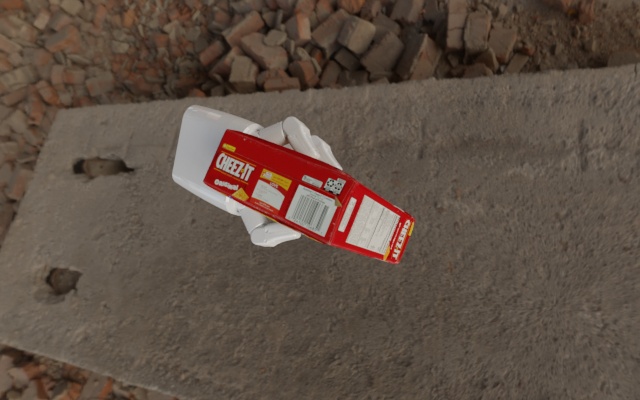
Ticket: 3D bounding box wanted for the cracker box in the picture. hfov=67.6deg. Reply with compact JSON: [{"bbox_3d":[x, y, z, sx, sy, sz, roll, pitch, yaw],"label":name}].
[{"bbox_3d":[0.000,0.002,0.546,0.164,0.072,0.214,23,0,28],"label":"cracker box"}]
